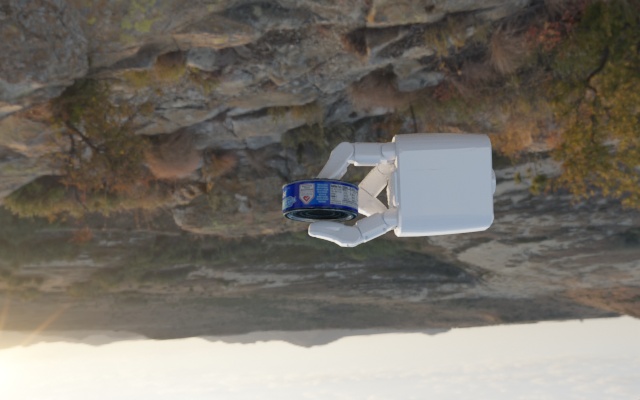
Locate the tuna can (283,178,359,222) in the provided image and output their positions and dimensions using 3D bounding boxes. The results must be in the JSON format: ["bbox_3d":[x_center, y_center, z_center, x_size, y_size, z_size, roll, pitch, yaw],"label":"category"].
[{"bbox_3d":[0.000,0.002,0.532,0.086,0.033,0.086,1,-12,0],"label":"tuna can"}]
